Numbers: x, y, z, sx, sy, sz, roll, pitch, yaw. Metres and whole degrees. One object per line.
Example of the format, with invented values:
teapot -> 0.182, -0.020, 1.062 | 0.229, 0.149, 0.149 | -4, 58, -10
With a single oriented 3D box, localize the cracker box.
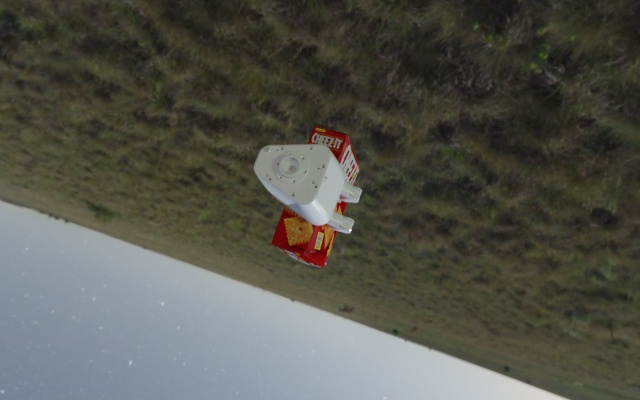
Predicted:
cracker box -> 0.000, 0.003, 0.845 | 0.072, 0.213, 0.164 | 17, -12, 16
